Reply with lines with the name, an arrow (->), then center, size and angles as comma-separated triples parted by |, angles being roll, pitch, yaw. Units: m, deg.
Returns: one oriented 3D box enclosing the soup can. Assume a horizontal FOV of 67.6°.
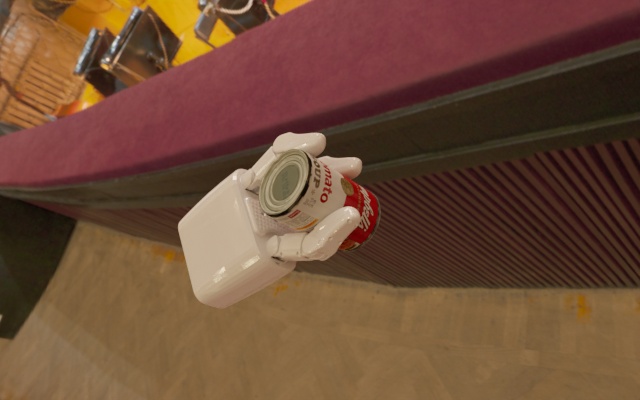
soup can -> 0.000, 0.001, 0.456 | 0.068, 0.068, 0.102 | 0, -22, 47
